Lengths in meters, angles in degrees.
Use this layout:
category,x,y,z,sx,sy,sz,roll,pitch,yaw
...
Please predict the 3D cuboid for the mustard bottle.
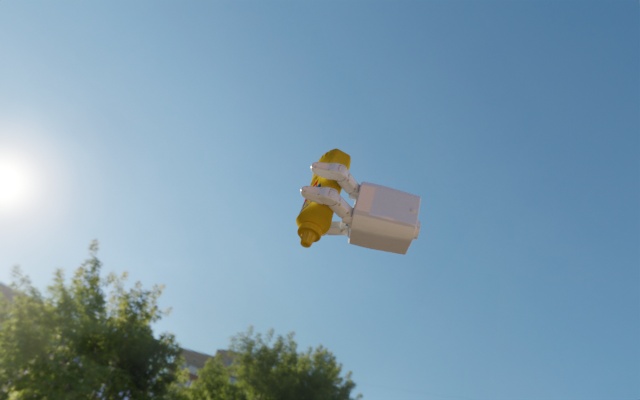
category,x,y,z,sx,sy,sz,roll,pitch,yaw
mustard bottle,0.000,0.002,0.833,0.058,0.191,0.096,29,-41,-12
